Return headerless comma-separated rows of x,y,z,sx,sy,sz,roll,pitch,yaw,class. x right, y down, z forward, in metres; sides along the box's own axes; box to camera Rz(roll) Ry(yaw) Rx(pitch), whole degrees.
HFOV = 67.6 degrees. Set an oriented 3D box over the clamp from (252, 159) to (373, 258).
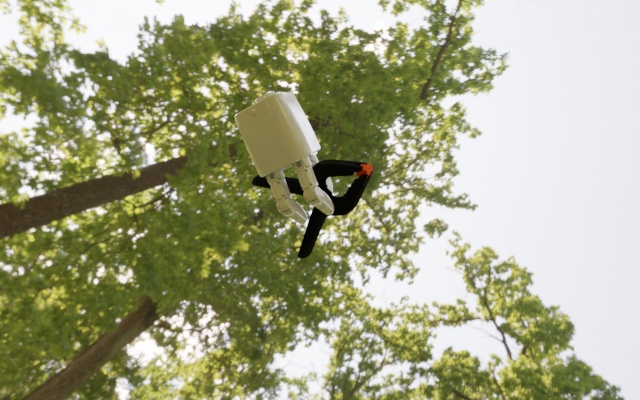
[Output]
0.001,0.002,0.781,0.210,0.164,0.036,-21,11,31,clamp
